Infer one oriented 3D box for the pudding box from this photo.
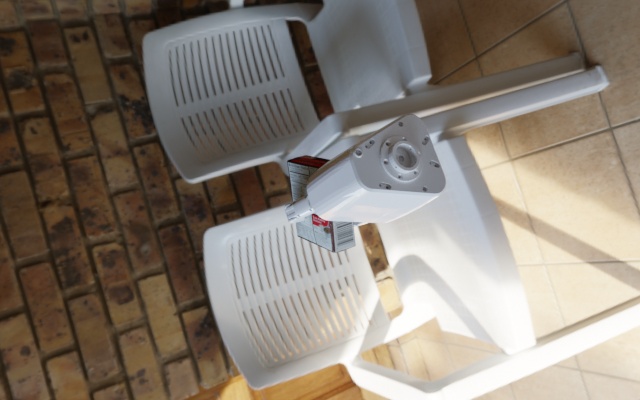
[{"bbox_3d":[0.000,0.002,0.617,0.039,0.113,0.090,-15,19,-31],"label":"pudding box"}]
